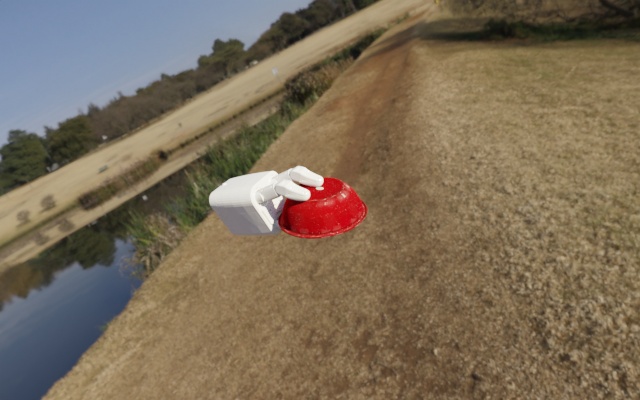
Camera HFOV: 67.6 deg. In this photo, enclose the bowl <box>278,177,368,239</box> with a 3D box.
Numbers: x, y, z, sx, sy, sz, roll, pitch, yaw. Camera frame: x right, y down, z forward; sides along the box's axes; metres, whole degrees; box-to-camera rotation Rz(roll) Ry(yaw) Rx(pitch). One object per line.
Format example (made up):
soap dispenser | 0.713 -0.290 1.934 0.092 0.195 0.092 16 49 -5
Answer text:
bowl | 0.001 0.002 0.843 0.162 0.055 0.162 -7 27 4
